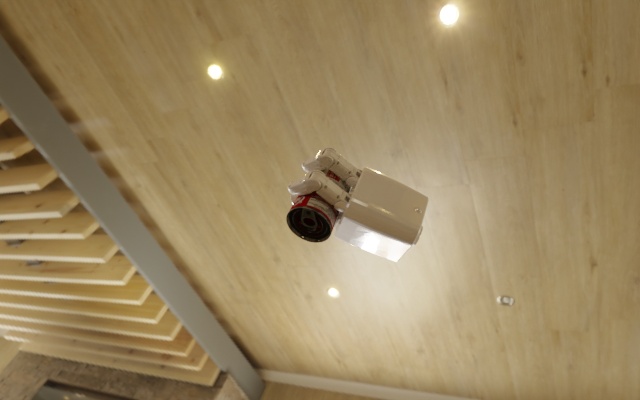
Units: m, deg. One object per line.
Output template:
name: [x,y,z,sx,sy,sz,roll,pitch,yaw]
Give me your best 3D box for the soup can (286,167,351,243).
soup can: [0.000,0.002,0.704,0.068,0.068,0.102,0,41,26]
